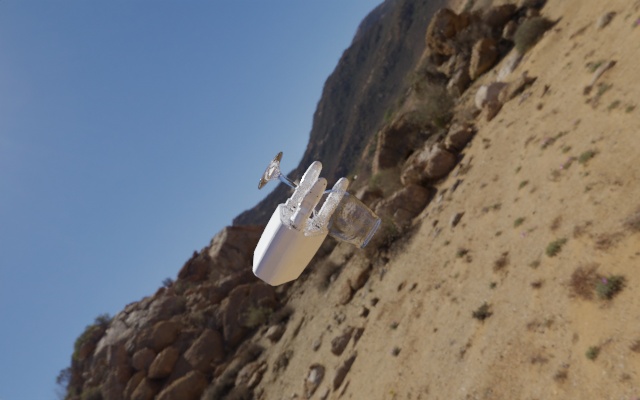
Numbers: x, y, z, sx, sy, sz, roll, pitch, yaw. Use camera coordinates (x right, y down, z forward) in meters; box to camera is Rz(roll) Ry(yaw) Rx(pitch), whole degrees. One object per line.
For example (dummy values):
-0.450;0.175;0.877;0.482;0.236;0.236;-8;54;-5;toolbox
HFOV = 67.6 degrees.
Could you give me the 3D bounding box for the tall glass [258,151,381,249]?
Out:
0.000;0.002;0.792;0.201;0.079;0.079;32;2;3;tall glass
